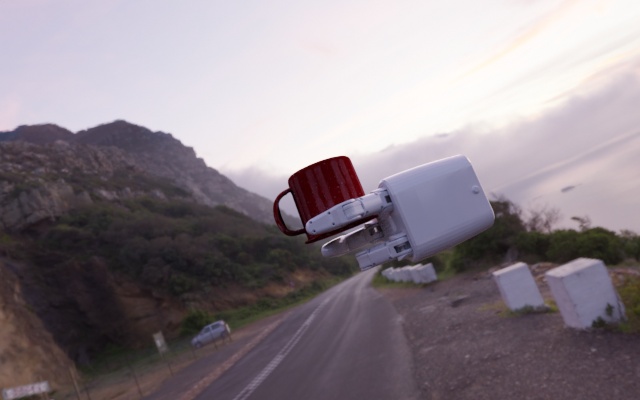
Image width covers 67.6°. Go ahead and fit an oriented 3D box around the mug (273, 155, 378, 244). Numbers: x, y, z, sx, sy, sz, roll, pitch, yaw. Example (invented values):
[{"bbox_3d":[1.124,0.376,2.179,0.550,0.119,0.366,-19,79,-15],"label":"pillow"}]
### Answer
[{"bbox_3d":[-0.001,0.002,0.566,0.117,0.081,0.093,-19,-7,-13],"label":"mug"}]
